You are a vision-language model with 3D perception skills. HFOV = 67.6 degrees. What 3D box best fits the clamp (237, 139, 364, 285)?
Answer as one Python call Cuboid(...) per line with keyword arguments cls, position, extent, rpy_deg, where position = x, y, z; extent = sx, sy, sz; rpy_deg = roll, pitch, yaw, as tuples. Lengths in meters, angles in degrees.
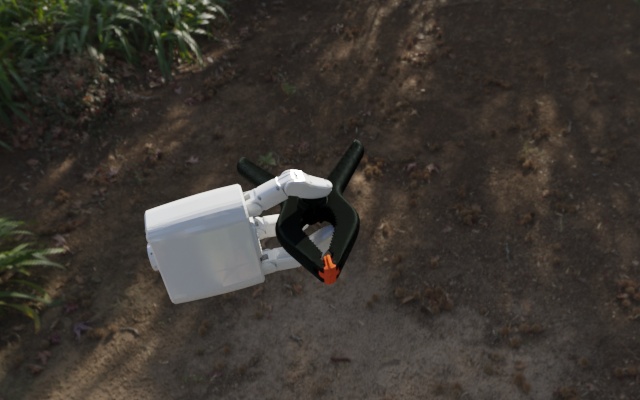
Cuboid(cls="clamp", position=(0.000, 0.002, 0.557), extent=(0.164, 0.036, 0.209), rpy_deg=(-15, 46, -9))
